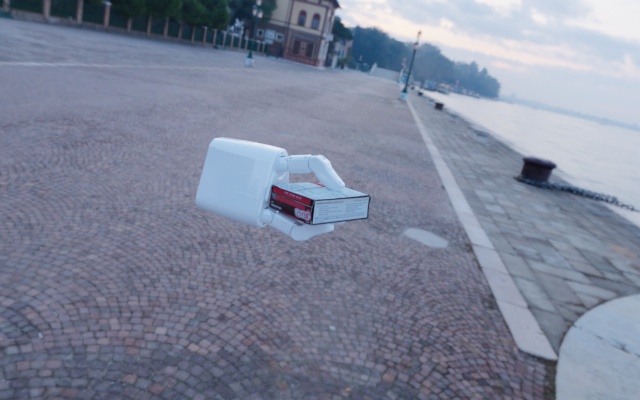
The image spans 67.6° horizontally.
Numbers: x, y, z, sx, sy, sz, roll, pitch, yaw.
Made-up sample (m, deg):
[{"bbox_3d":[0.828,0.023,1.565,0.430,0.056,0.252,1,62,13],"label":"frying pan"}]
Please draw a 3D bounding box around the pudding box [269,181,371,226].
[{"bbox_3d":[0.000,0.002,0.660,0.113,0.039,0.090,-7,20,-42],"label":"pudding box"}]
